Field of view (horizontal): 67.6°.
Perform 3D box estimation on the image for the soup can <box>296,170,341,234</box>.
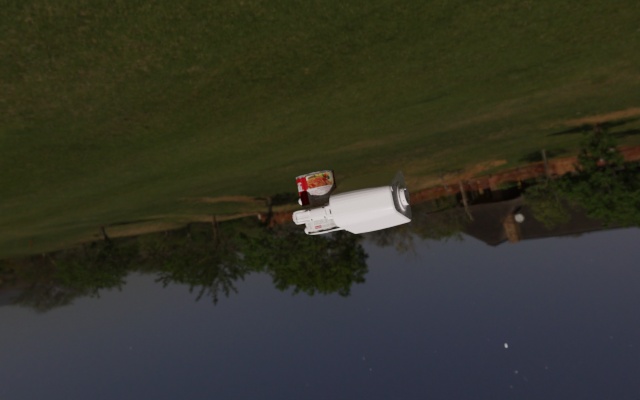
[{"bbox_3d":[0.000,0.003,0.837,0.068,0.102,0.068,-12,-1,0],"label":"soup can"}]
